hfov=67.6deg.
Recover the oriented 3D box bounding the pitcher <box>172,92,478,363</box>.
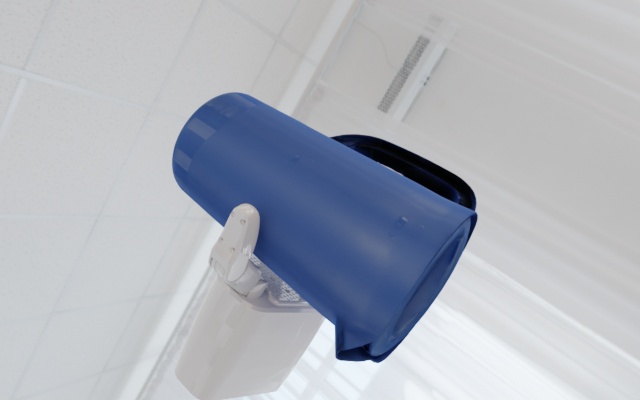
[{"bbox_3d":[0.000,0.001,0.402,0.242,0.145,0.149,34,15,23],"label":"pitcher"}]
